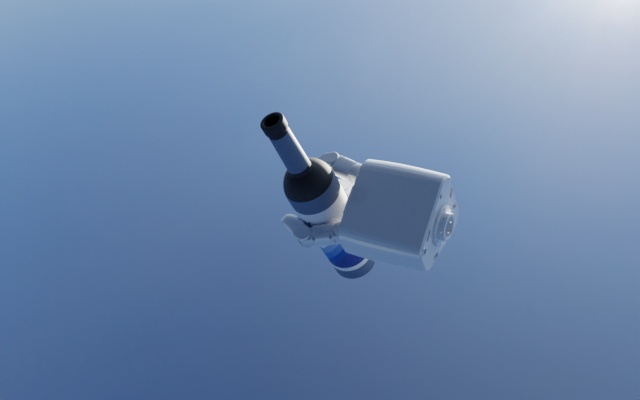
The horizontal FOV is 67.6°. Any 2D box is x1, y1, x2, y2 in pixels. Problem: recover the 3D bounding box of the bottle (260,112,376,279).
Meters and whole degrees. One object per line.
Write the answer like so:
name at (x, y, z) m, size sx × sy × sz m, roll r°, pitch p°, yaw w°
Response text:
bottle at (0.000, 0.002, 0.615) m, size 0.069 × 0.069 × 0.296 m, roll 0°, pitch -36°, yaw 26°
